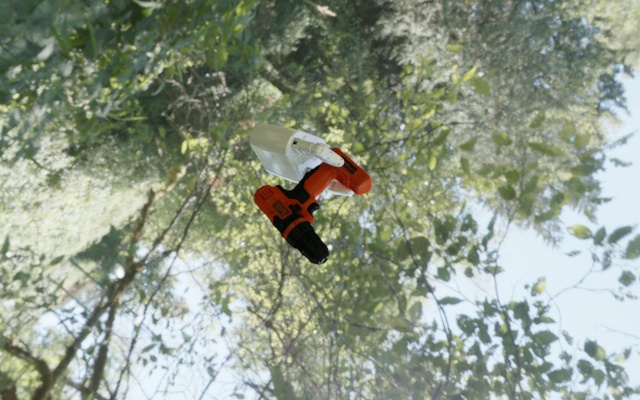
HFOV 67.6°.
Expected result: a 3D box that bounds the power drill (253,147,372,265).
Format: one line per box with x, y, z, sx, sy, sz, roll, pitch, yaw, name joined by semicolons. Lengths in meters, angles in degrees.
0.000;0.002;0.854;0.187;0.184;0.057;-37;-24;-18;power drill
